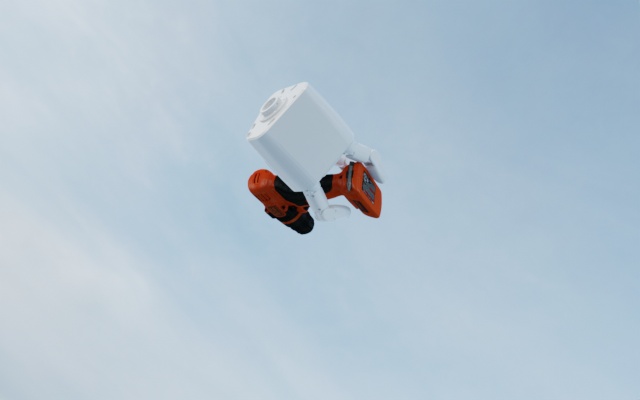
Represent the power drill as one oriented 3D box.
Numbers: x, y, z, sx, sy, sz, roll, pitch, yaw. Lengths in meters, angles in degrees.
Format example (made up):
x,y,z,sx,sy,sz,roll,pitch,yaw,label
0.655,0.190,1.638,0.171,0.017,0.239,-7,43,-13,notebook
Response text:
x,y,z,sx,sy,sz,roll,pitch,yaw,label
0.000,0.002,0.775,0.187,0.057,0.184,-8,-30,24,power drill
